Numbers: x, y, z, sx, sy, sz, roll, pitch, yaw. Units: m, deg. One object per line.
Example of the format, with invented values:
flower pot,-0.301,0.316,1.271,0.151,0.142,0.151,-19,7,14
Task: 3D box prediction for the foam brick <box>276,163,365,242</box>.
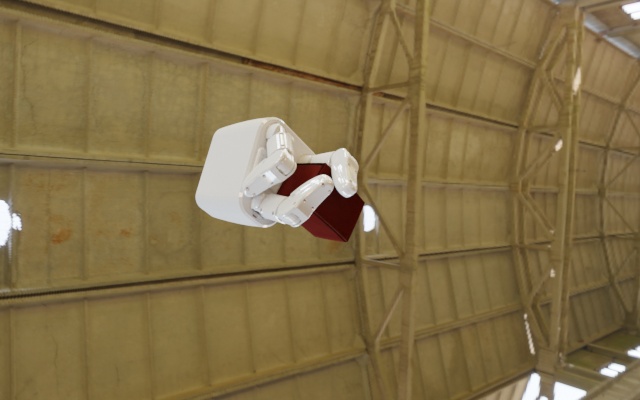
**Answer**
foam brick,0.000,0.002,0.517,0.051,0.053,0.078,3,-32,47
